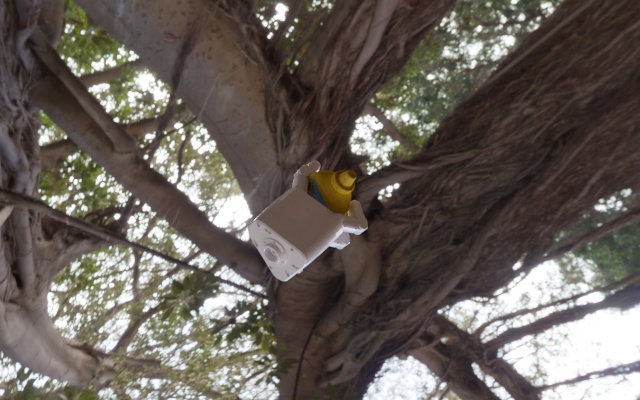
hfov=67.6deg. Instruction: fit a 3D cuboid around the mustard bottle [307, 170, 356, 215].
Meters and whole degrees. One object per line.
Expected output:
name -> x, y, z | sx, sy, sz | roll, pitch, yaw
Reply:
mustard bottle -> 0.000, 0.003, 0.833 | 0.058, 0.096, 0.192 | -9, -23, -39
